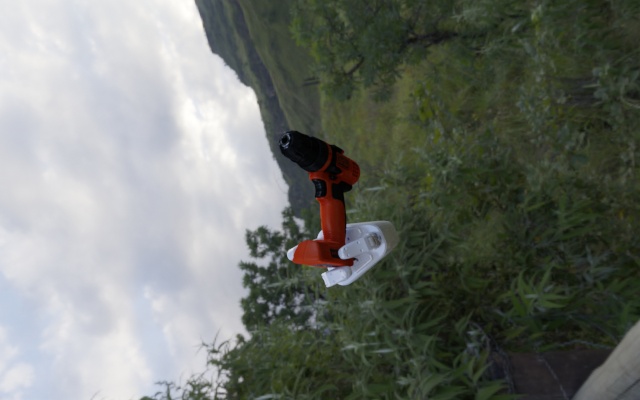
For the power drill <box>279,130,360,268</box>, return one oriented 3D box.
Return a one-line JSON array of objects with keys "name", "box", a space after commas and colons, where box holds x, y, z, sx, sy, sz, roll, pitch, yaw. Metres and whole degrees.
[{"name": "power drill", "box": [0.000, 0.003, 0.712, 0.057, 0.187, 0.184, -7, -16, 35]}]
